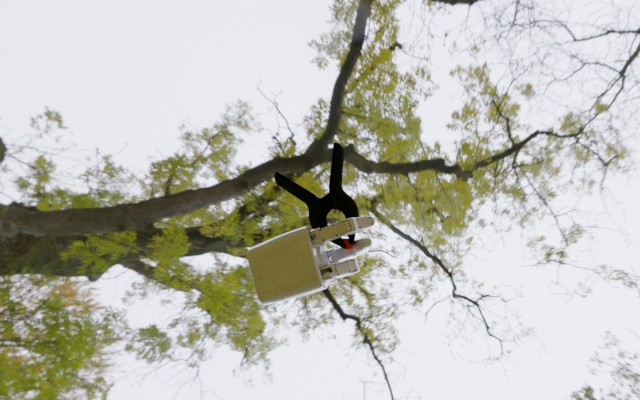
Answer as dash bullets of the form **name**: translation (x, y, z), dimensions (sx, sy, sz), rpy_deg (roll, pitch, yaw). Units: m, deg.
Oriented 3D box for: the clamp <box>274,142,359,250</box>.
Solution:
- **clamp**: translation (0.000, 0.003, 0.759), dimensions (0.120, 0.171, 0.039), rpy_deg (-19, -13, 11)
